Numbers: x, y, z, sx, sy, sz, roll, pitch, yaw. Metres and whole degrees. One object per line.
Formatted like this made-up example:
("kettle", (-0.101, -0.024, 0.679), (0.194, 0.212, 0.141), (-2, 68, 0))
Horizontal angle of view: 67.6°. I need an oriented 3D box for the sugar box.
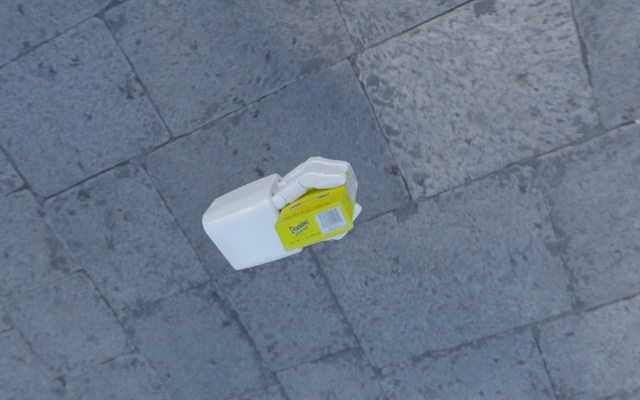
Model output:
("sugar box", (0.000, 0.002, 0.660), (0.093, 0.048, 0.176), (-20, 19, 12))
